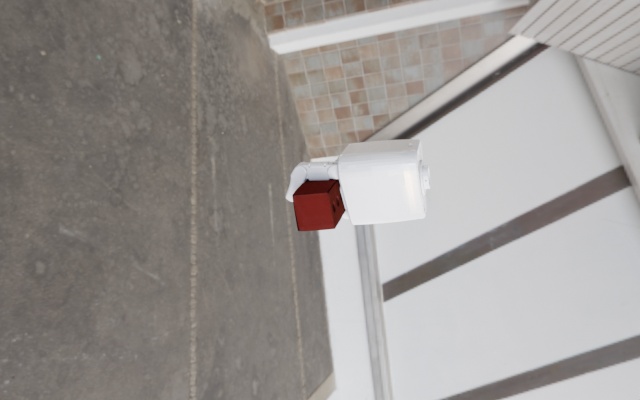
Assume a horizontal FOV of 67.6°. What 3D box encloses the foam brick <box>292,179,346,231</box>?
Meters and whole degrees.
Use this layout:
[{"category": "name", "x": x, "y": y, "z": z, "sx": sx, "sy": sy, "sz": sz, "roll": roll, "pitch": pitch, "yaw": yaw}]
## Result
[{"category": "foam brick", "x": 0.000, "y": 0.002, "z": 0.649, "sx": 0.051, "sy": 0.053, "sz": 0.078, "roll": -3, "pitch": 20, "yaw": 17}]
